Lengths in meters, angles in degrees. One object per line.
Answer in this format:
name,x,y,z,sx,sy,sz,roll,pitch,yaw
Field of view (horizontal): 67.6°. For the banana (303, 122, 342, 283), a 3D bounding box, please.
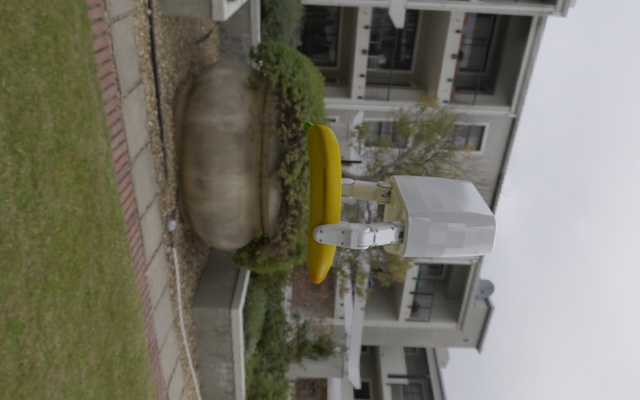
banana,0.003,-0.005,0.549,0.037,0.197,0.069,1,-10,-9
